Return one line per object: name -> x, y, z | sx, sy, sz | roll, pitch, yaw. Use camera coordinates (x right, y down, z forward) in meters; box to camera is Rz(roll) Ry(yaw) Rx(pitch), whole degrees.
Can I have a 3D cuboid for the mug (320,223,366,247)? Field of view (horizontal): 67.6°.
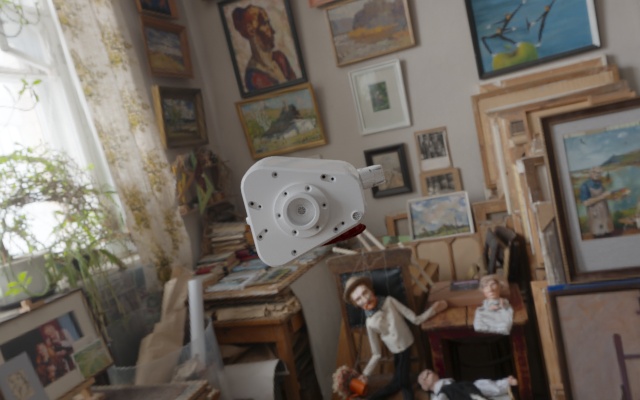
mug -> 0.000, 0.001, 0.578 | 0.093, 0.081, 0.117 | -13, 8, 2
